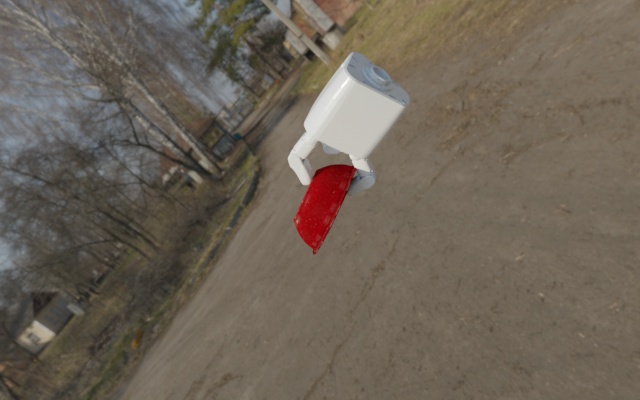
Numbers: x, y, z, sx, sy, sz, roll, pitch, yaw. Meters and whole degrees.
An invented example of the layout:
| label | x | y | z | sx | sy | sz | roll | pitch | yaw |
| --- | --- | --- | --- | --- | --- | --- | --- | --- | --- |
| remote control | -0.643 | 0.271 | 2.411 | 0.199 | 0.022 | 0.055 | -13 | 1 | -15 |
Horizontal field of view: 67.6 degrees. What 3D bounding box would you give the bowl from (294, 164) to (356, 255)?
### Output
| label | x | y | z | sx | sy | sz | roll | pitch | yaw |
| --- | --- | --- | --- | --- | --- | --- | --- | --- | --- |
| bowl | -0.001 | 0.003 | 0.765 | 0.055 | 0.162 | 0.162 | 24 | -1 | -2 |
